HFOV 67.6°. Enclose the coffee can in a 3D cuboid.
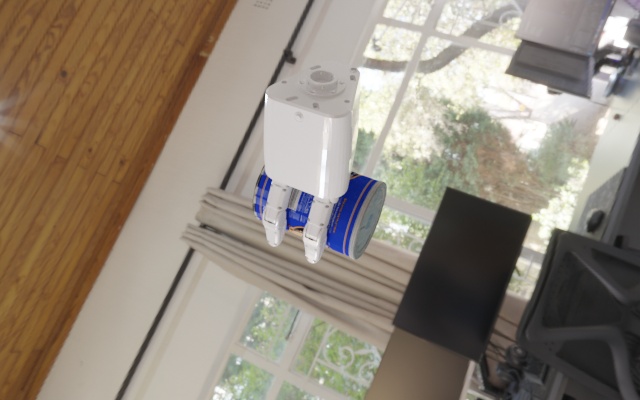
[{"bbox_3d":[0.000,0.002,0.608,0.140,0.103,0.103,21,6,17],"label":"coffee can"}]
